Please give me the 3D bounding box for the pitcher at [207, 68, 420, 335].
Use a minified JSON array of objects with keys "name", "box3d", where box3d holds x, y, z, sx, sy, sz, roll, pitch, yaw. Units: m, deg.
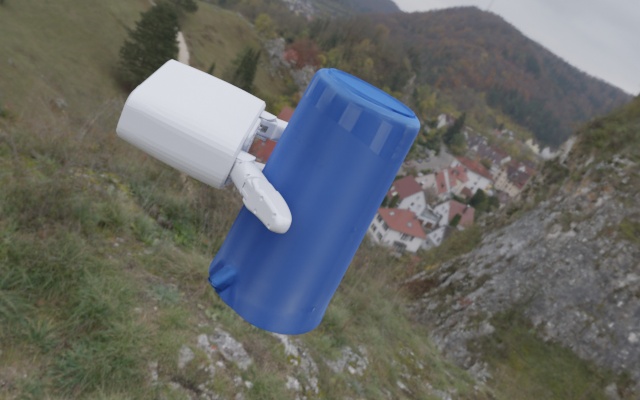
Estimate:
[{"name":"pitcher","box3d":[0.000,0.002,0.482,0.145,0.243,0.149,26,21,-8]}]
